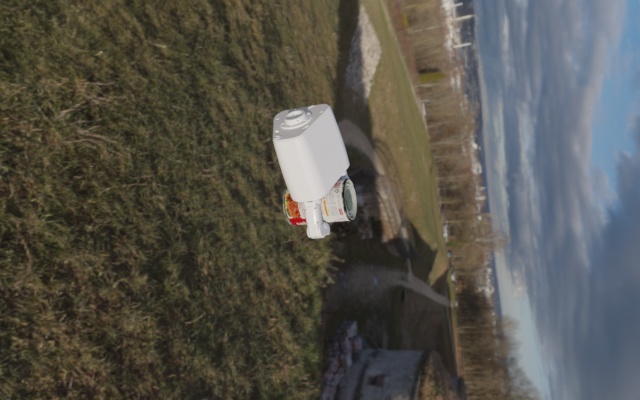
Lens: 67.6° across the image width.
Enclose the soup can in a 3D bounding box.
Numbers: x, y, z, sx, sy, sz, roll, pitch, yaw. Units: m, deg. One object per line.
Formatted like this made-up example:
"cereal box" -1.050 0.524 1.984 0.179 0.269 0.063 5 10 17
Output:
"soup can" 0.001 0.003 0.762 0.102 0.068 0.068 -6 -2 20
